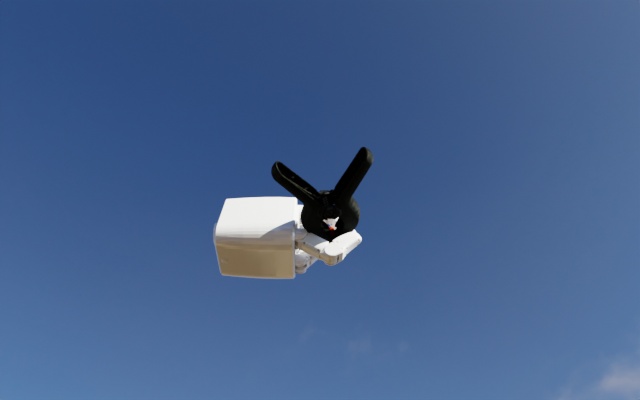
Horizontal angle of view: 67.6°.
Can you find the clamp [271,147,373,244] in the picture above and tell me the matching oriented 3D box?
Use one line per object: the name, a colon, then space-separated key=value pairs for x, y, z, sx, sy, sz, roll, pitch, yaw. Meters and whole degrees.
clamp: x=0.000 y=0.002 z=0.612 sx=0.120 sy=0.039 sz=0.172 roll=1 pitch=-45 yaw=-1
